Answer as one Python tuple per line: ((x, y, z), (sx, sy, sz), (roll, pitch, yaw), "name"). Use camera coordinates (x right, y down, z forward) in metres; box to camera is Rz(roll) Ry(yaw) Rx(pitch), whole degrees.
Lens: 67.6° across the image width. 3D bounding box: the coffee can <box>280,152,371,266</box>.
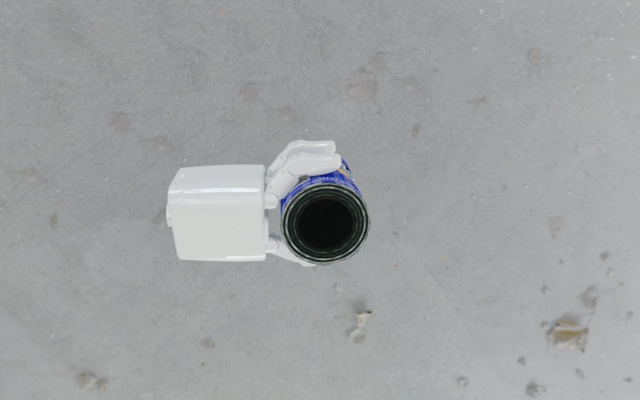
((0.000, 0.002, 0.596), (0.103, 0.103, 0.140), (0, 22, -6), "coffee can")
